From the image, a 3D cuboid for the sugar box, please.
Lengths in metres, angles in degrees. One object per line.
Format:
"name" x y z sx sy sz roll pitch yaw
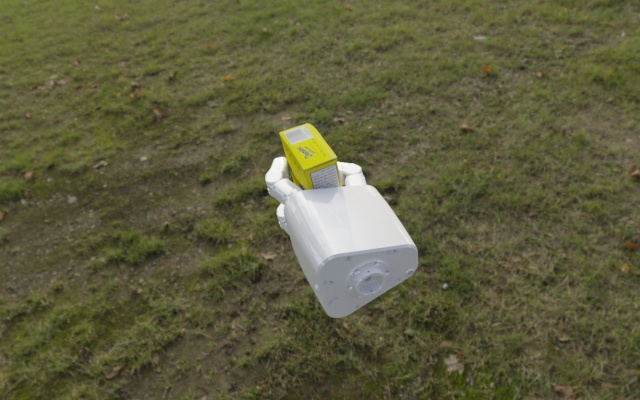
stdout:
"sugar box" 0.000 0.002 0.593 0.048 0.176 0.093 -20 39 -10
